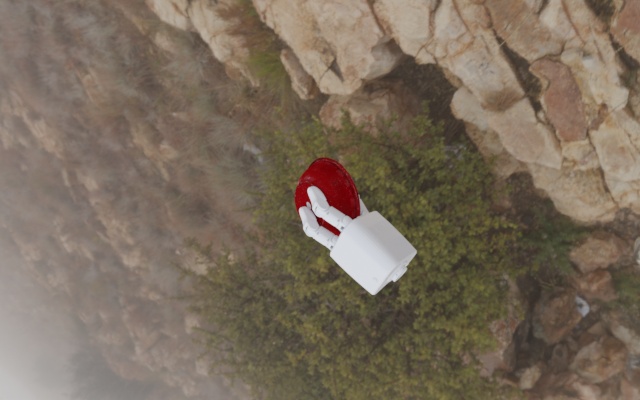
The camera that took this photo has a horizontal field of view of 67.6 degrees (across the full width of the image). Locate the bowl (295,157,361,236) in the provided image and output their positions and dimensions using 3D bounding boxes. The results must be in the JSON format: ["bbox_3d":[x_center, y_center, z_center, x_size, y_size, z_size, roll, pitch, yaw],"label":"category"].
[{"bbox_3d":[-0.001,0.002,0.895,0.055,0.162,0.162,-18,11,-36],"label":"bowl"}]
